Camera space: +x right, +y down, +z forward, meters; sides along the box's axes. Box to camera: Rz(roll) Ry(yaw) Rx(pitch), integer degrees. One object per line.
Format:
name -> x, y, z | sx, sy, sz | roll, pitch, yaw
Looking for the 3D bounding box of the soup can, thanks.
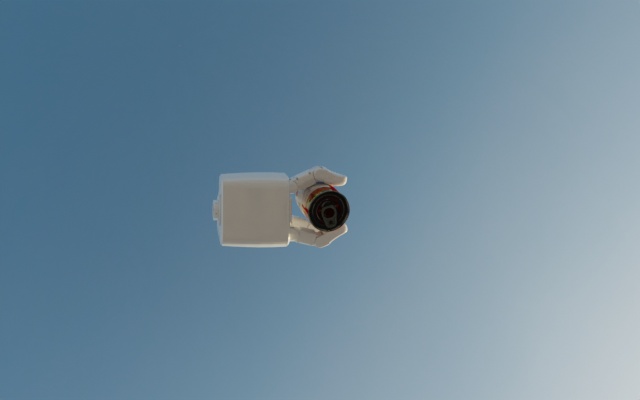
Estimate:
soup can -> 0.001, 0.002, 0.789 | 0.068, 0.068, 0.102 | 0, 17, -17
